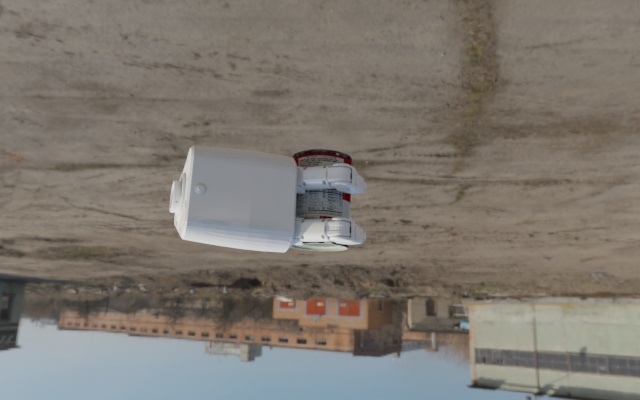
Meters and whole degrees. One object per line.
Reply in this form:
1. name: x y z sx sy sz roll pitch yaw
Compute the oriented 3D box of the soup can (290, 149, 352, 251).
1. soup can: 0.000 0.002 0.531 0.068 0.102 0.068 2 -13 1
